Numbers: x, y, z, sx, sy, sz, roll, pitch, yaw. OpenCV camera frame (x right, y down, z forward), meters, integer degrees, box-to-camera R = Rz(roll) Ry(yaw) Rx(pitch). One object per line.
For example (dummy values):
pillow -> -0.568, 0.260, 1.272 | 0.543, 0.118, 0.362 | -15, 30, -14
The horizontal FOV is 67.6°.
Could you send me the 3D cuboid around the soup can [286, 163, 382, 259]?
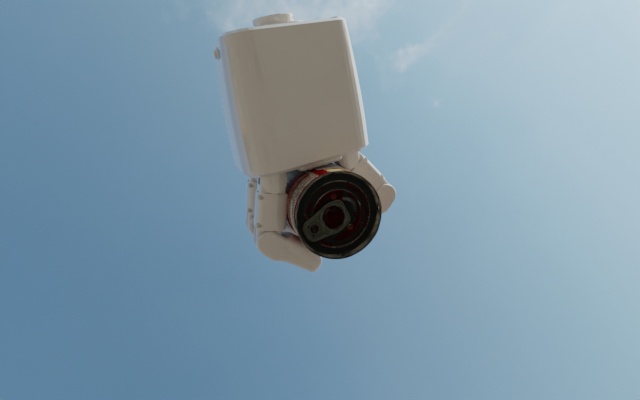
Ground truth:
soup can -> 0.000, 0.002, 0.402 | 0.068, 0.068, 0.102 | 0, 12, -17
